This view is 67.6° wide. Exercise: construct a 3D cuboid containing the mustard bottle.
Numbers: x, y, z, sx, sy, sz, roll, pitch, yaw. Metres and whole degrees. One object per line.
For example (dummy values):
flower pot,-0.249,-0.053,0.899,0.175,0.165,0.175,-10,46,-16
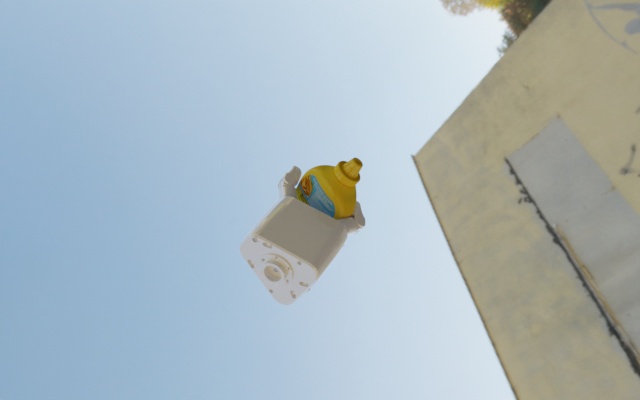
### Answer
mustard bottle,0.000,0.002,0.733,0.058,0.096,0.192,-11,-29,-48
